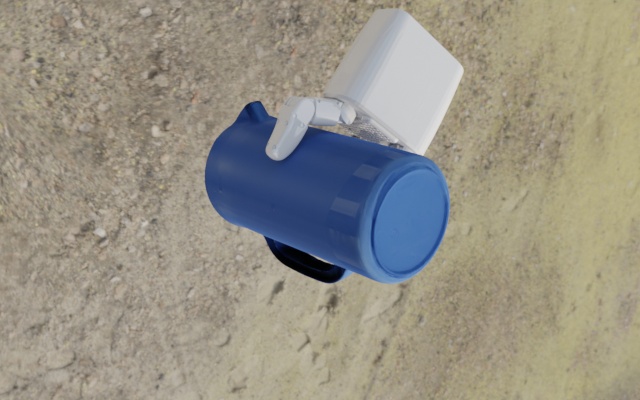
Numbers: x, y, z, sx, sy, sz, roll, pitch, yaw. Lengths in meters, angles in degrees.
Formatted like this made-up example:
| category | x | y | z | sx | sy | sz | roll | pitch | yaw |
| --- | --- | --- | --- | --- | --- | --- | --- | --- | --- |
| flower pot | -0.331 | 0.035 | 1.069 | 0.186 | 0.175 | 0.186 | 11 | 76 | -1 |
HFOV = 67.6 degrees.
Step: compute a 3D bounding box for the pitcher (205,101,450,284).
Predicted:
| category | x | y | z | sx | sy | sz | roll | pitch | yaw |
| --- | --- | --- | --- | --- | --- | --- | --- | --- | --- |
| pitcher | 0.000 | 0.001 | 0.471 | 0.149 | 0.145 | 0.242 | 35 | -10 | -40 |
